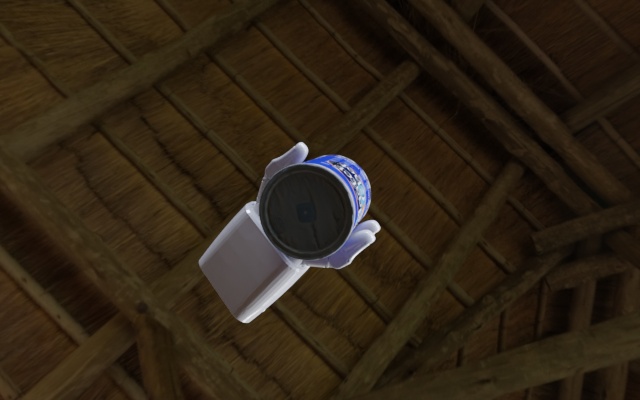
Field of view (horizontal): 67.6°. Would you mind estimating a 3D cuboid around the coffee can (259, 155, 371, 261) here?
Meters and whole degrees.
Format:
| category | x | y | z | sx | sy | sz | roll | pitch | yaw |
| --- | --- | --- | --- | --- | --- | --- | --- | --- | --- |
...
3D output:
| category | x | y | z | sx | sy | sz | roll | pitch | yaw |
| --- | --- | --- | --- | --- | --- | --- | --- | --- | --- |
| coffee can | 0.000 | 0.002 | 0.560 | 0.103 | 0.103 | 0.140 | 0 | 9 | 13 |
